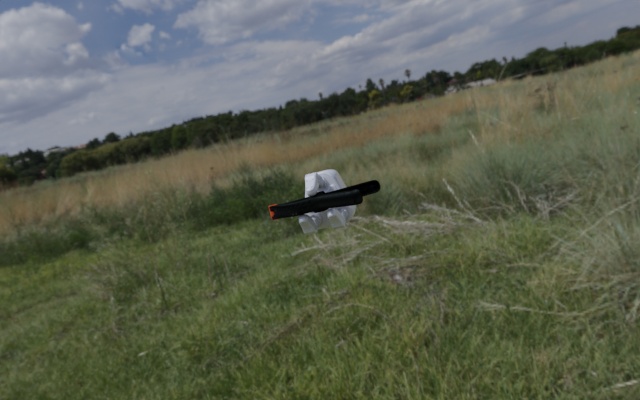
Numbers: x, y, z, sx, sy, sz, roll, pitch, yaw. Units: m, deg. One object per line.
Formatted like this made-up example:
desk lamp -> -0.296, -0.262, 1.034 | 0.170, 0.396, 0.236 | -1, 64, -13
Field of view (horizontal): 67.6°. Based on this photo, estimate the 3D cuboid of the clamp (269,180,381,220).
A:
clamp -> -0.001, 0.002, 0.866 | 0.210, 0.036, 0.164 | -13, 3, 13
